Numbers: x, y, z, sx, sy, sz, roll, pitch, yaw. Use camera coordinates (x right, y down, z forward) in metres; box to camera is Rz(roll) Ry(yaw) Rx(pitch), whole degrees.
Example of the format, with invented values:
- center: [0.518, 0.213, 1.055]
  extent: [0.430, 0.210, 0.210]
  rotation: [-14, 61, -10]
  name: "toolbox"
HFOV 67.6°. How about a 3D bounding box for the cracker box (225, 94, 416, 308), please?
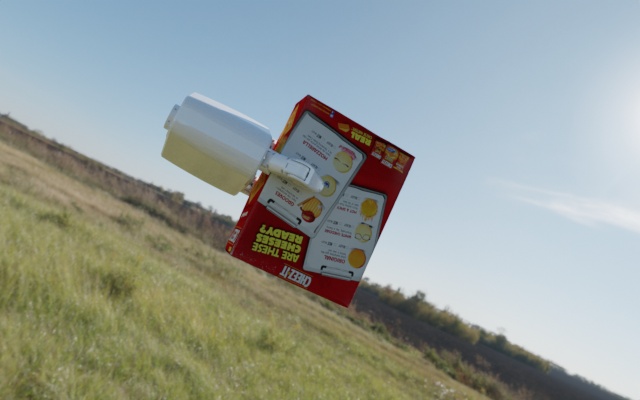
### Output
- center: [0.000, 0.002, 0.607]
  extent: [0.164, 0.213, 0.072]
  rotation: [27, -8, -16]
  name: "cracker box"
